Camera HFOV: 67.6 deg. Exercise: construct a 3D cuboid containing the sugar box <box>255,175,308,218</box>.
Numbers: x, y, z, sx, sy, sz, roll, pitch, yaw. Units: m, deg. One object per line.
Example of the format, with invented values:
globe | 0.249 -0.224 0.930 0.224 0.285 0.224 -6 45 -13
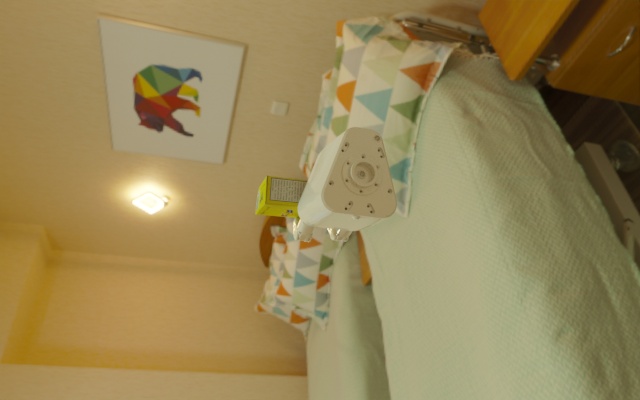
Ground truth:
sugar box | 0.000 0.003 0.692 0.176 0.048 0.093 8 -12 -14
